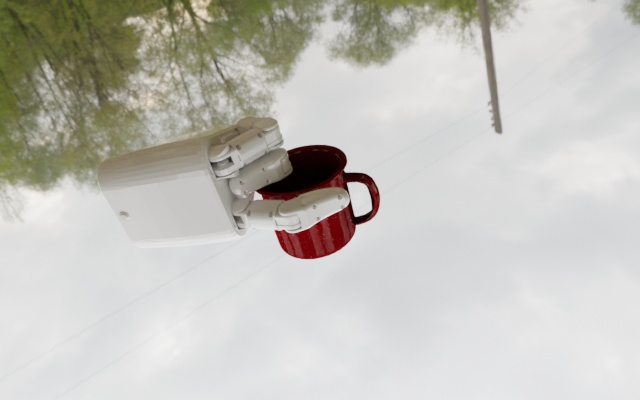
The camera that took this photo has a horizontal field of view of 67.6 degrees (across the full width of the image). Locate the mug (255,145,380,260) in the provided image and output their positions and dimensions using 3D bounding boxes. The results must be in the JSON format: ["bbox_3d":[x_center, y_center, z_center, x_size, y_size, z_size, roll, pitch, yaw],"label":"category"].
[{"bbox_3d":[0.002,0.001,0.464,0.117,0.081,0.093,-6,32,16],"label":"mug"}]
